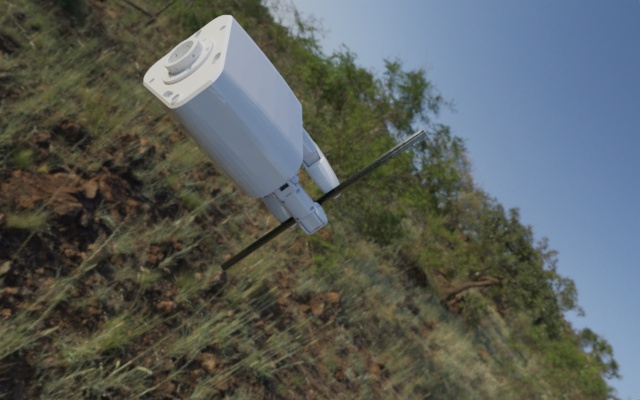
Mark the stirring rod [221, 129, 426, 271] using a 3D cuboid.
[{"bbox_3d":[0.000,0.002,0.471,0.239,0.011,0.011,-34,-4,6],"label":"stirring rod"}]
